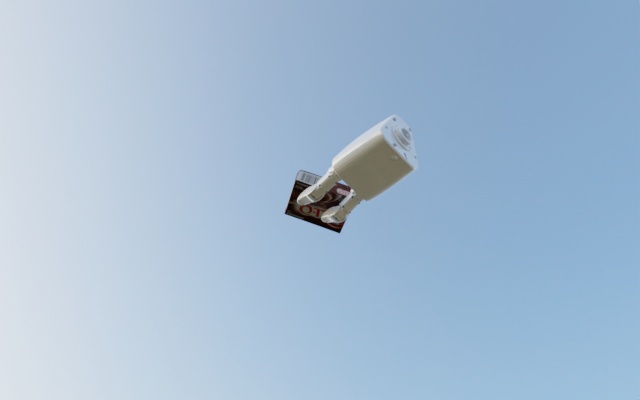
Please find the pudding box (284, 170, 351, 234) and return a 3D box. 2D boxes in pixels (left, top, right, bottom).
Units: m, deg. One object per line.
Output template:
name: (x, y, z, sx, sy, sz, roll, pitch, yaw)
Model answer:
pudding box: (0.000, 0.003, 0.864, 0.113, 0.090, 0.039, 21, 41, 0)
